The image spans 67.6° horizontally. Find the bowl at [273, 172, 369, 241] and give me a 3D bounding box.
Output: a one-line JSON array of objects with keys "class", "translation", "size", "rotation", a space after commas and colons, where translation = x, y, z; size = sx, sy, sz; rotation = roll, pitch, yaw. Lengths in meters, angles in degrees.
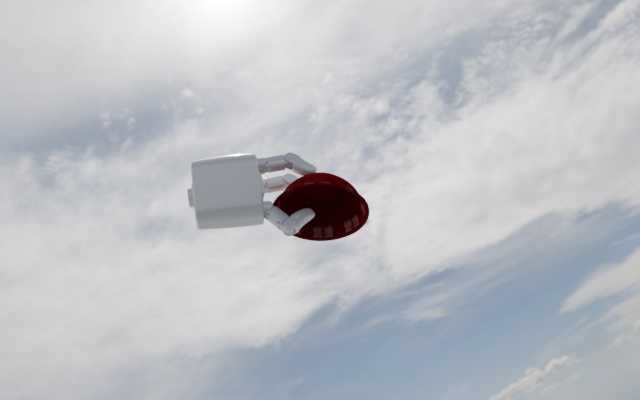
[{"class": "bowl", "translation": [0.001, 0.003, 0.800], "size": [0.162, 0.055, 0.162], "rotation": [1, -38, 0]}]
